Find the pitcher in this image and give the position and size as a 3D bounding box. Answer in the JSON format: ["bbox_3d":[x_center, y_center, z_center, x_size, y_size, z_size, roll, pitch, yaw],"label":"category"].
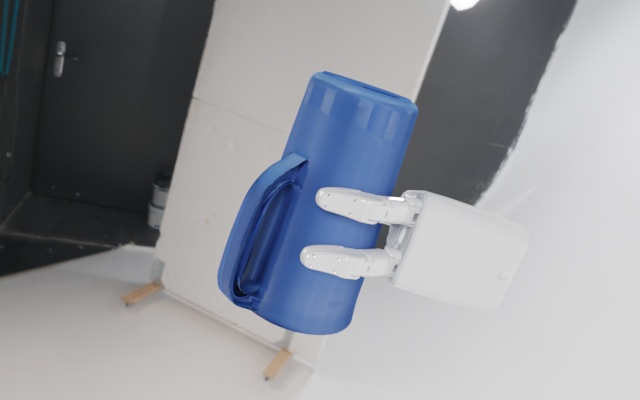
[{"bbox_3d":[0.000,0.002,0.477,0.145,0.243,0.149,18,16,-3],"label":"pitcher"}]
